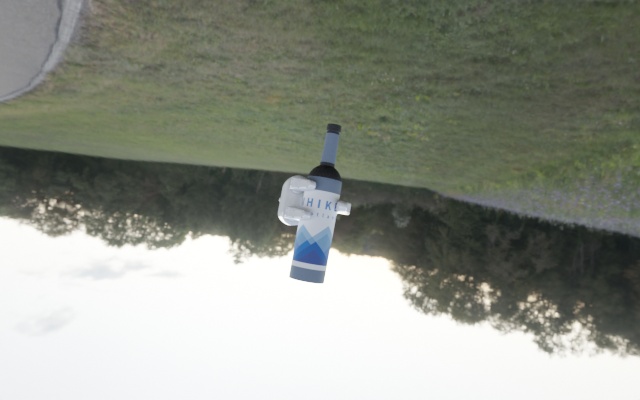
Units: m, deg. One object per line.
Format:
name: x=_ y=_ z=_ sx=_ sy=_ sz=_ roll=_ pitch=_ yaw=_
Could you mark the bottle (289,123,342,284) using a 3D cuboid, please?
bottle: x=0.000 y=0.003 z=0.890 sx=0.069 sy=0.295 sz=0.069 roll=10 pitch=-3 yaw=1
